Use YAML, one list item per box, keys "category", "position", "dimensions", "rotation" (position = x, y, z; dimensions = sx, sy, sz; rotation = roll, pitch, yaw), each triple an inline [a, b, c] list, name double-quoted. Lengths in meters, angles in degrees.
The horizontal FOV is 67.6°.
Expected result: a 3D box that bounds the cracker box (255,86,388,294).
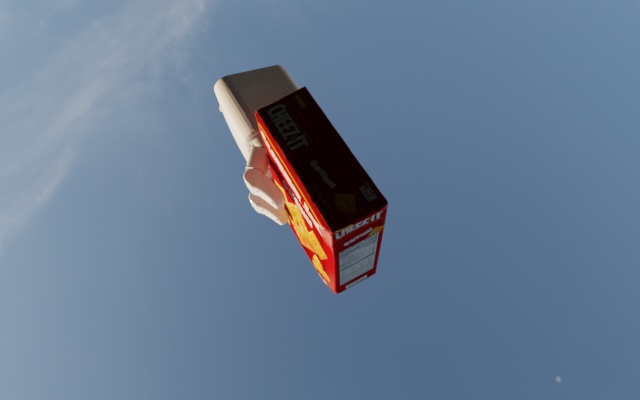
- category: "cracker box"
  position: [0.000, 0.002, 0.562]
  dimensions: [0.072, 0.164, 0.214]
  rotation: [-28, -24, -10]
